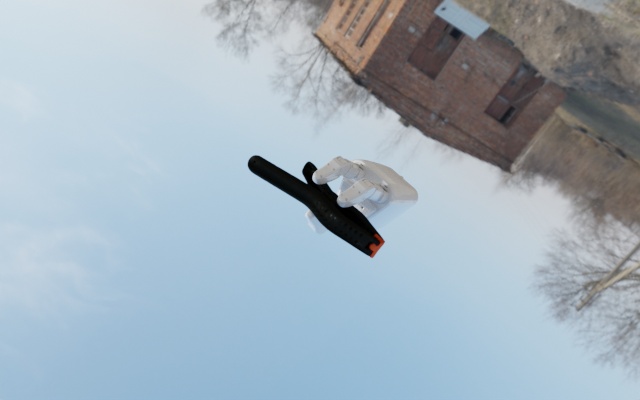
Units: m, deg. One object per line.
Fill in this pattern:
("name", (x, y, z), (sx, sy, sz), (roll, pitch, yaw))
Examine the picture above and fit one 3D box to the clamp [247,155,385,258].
("clamp", (0.000, 0.003, 0.676), (0.210, 0.036, 0.164), (44, 21, 27))
